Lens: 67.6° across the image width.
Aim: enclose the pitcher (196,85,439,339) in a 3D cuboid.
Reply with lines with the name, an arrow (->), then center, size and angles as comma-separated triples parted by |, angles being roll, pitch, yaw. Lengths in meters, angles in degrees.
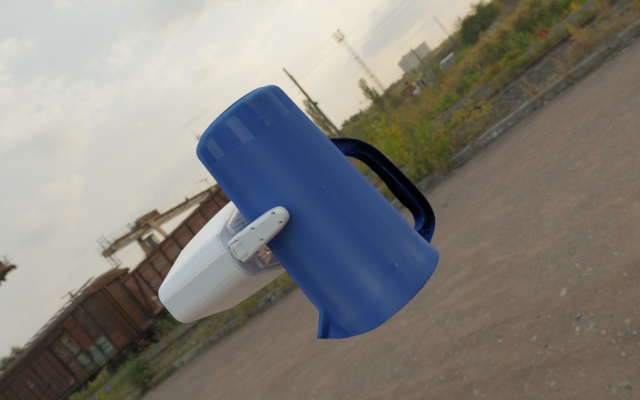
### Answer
pitcher -> 0.000, 0.002, 0.483 | 0.145, 0.243, 0.149 | -40, 3, 21
